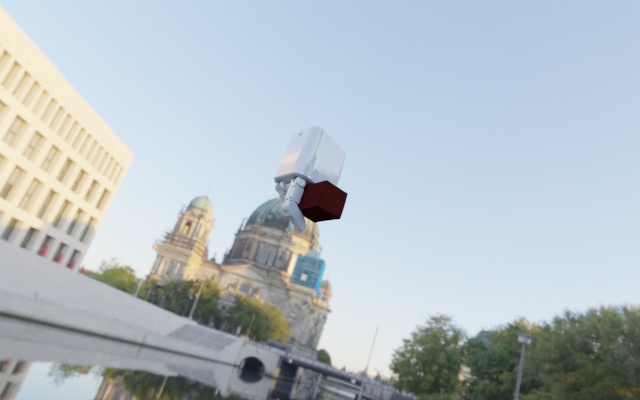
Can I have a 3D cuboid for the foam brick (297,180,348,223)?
[{"bbox_3d":[0.000,0.003,0.834,0.053,0.051,0.078,32,-24,-29],"label":"foam brick"}]
